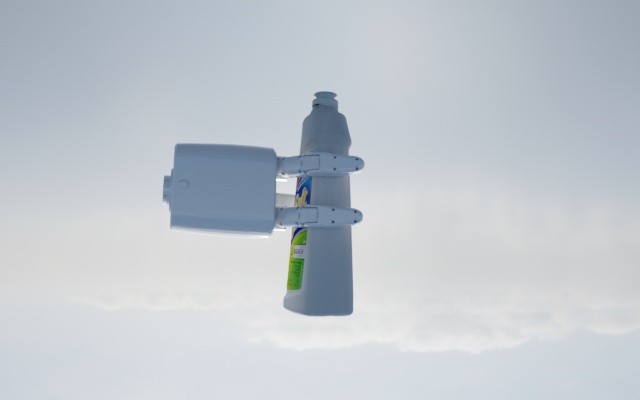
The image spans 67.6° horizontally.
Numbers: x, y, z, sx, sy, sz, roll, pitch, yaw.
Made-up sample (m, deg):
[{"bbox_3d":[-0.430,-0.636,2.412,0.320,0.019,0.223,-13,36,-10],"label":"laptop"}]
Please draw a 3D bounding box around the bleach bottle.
[{"bbox_3d":[0.000,0.002,0.552,0.068,0.251,0.102,4,-8,-18],"label":"bleach bottle"}]
